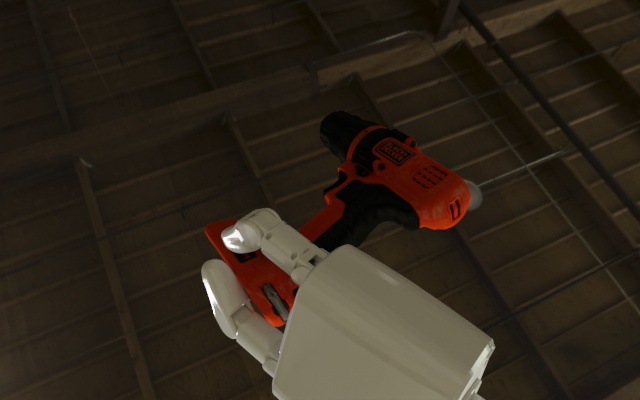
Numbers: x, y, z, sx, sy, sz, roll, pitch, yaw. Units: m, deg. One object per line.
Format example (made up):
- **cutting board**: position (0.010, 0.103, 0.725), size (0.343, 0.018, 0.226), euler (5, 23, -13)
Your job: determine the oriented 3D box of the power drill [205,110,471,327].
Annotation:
- **power drill**: position (0.000, 0.002, 0.405), size (0.187, 0.057, 0.184), euler (-36, 41, -11)
